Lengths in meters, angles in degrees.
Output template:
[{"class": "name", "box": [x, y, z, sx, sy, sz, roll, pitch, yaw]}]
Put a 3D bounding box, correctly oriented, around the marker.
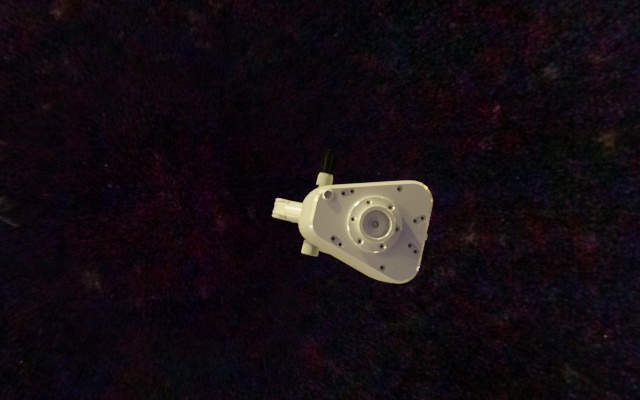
[{"class": "marker", "box": [0.000, 0.002, 0.538, 0.020, 0.121, 0.020, 12, -4, 1]}]
